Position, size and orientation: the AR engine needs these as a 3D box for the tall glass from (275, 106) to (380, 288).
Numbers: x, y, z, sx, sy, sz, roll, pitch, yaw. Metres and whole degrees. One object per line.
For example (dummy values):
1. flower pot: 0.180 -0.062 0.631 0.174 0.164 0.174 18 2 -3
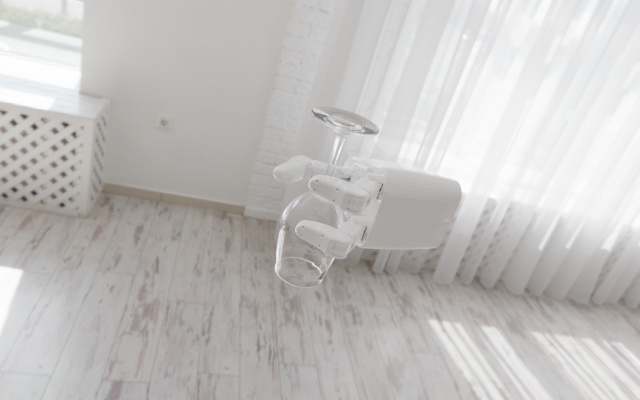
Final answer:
1. tall glass: 0.000 0.001 0.540 0.079 0.201 0.079 14 26 -7
